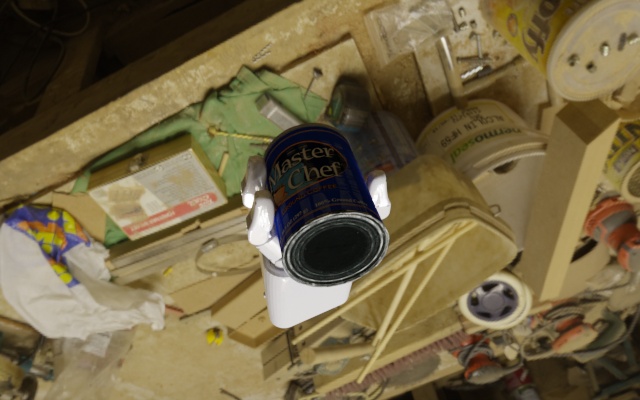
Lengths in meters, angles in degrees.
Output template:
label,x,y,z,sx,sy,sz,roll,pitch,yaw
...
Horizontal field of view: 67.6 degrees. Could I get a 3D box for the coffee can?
label,x,y,z,sx,sy,sz,roll,pitch,yaw
coffee can,0.000,0.001,0.488,0.103,0.103,0.140,0,42,-16
